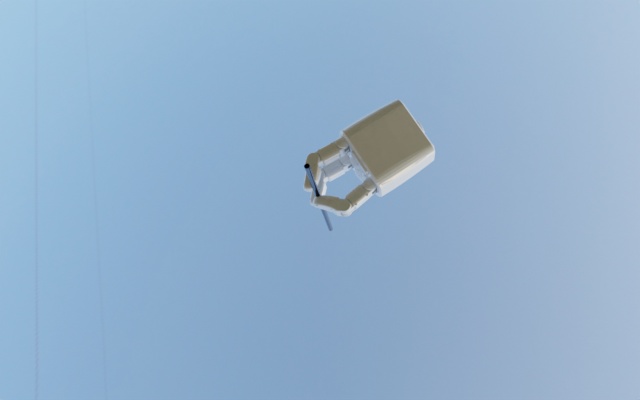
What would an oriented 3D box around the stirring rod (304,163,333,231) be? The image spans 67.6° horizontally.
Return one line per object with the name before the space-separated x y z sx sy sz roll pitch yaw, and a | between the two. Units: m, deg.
stirring rod | 0.000 0.002 0.747 0.011 0.011 0.240 0 -24 10
